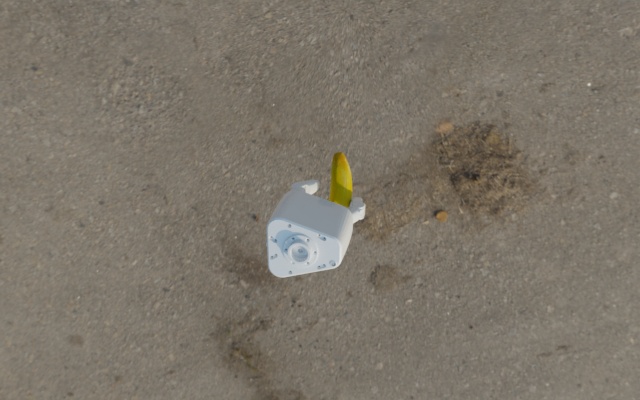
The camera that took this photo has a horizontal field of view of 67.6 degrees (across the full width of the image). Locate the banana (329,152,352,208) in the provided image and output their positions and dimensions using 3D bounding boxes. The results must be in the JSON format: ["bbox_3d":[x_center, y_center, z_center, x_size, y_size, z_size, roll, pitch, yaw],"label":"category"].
[{"bbox_3d":[0.015,0.015,0.818,0.069,0.198,0.037,30,25,6],"label":"banana"}]
